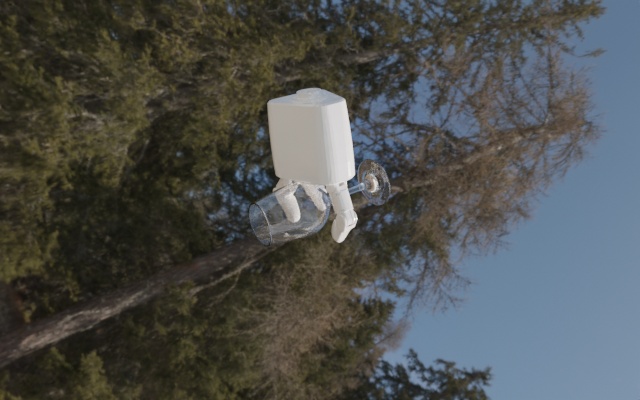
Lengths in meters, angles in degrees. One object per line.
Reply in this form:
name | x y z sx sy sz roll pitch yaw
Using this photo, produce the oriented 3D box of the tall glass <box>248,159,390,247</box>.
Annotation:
tall glass | 0.001 0.002 0.680 0.201 0.079 0.079 -21 10 -29
